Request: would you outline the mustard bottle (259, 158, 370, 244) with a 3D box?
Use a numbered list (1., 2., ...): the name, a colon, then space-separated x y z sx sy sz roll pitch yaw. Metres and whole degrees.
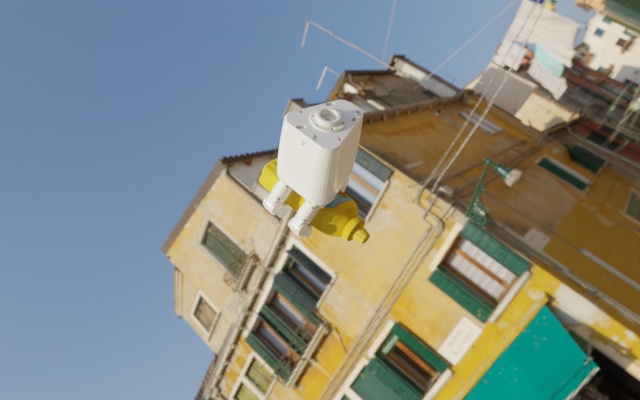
1. mustard bottle: 0.000 0.003 0.750 0.191 0.058 0.096 38 29 22
